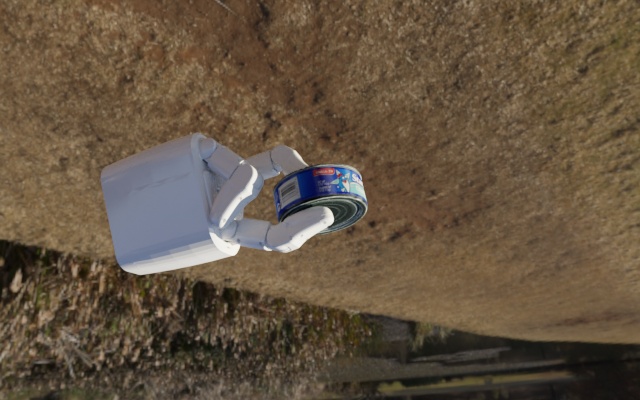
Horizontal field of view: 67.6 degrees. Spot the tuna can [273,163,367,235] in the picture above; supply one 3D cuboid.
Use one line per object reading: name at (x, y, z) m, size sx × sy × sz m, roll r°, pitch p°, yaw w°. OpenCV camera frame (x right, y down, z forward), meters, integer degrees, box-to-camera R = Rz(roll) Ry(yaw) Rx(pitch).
tuna can at (0.000, 0.002, 0.448) m, size 0.086 × 0.033 × 0.086 m, roll -9°, pitch -26°, yaw -5°
